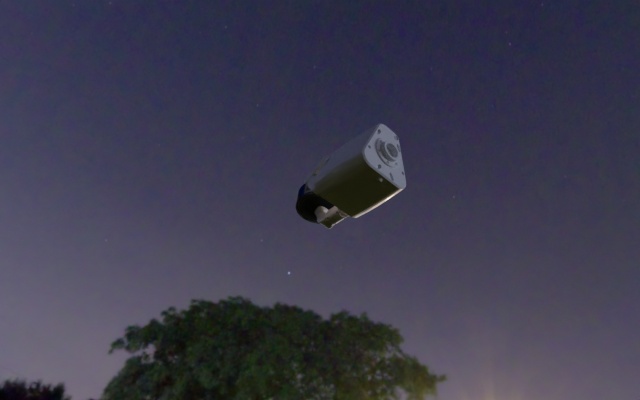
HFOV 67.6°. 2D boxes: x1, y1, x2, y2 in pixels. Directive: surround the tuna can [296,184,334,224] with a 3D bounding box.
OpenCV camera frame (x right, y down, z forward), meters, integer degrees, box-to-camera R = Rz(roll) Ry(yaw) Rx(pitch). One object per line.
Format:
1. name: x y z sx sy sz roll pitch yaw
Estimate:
1. tuna can: 0.000 0.002 0.852 0.086 0.033 0.086 4 -40 3
